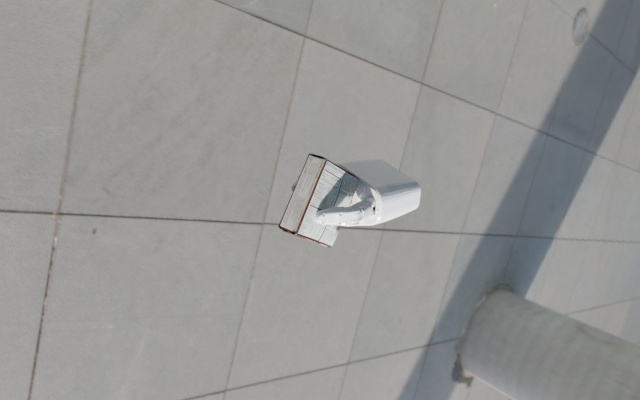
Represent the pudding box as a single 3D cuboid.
[{"bbox_3d":[0.000,0.002,0.668,0.039,0.113,0.090,18,-5,40],"label":"pudding box"}]
